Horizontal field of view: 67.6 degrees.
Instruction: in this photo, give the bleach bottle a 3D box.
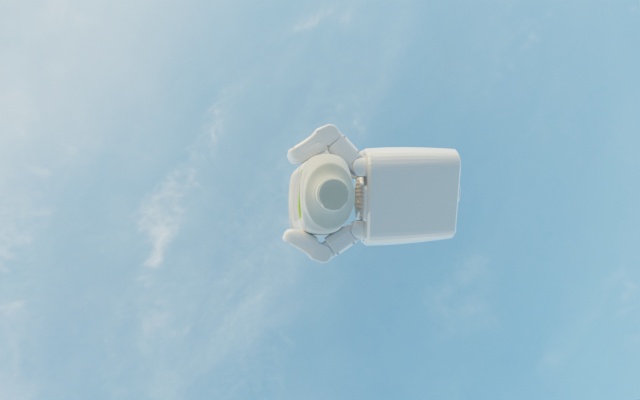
[{"bbox_3d":[0.000,0.002,0.557,0.068,0.102,0.251,-2,1,-6],"label":"bleach bottle"}]
